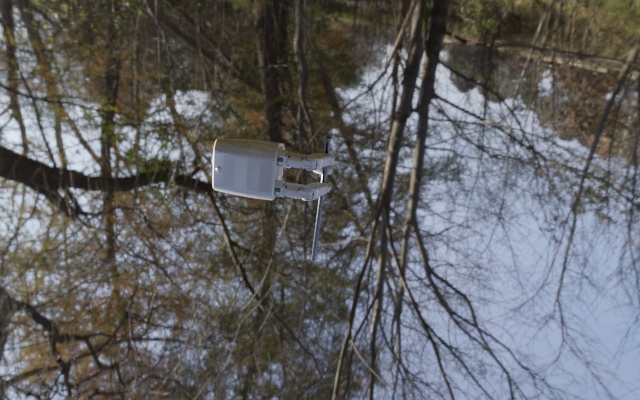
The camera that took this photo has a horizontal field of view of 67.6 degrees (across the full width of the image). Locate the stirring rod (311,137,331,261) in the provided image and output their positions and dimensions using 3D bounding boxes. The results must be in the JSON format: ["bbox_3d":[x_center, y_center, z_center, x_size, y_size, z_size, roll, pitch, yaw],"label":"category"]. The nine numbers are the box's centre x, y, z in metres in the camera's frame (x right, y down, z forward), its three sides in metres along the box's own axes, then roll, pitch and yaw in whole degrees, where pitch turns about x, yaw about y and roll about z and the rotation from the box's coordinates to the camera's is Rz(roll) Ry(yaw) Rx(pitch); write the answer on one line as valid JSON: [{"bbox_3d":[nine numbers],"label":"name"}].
[{"bbox_3d":[0.000,0.003,0.856,0.011,0.240,0.011,6,24,-3],"label":"stirring rod"}]
